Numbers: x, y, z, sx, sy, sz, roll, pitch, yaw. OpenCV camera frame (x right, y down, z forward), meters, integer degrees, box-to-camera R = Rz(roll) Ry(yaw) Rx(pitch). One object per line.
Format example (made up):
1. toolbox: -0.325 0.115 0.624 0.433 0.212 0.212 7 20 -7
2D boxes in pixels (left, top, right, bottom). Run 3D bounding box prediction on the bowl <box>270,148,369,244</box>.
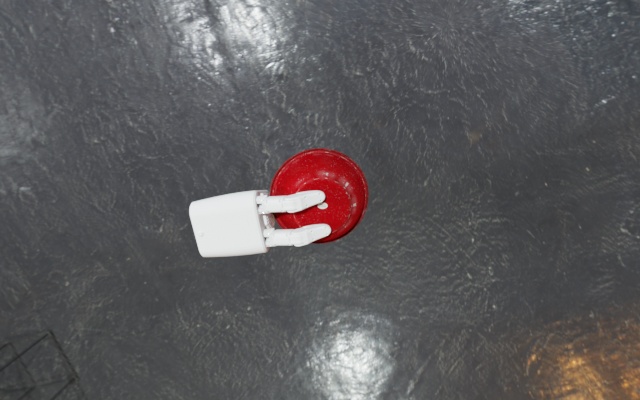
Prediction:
1. bowl: 0.001 0.002 0.750 0.162 0.162 0.055 0 17 -4
